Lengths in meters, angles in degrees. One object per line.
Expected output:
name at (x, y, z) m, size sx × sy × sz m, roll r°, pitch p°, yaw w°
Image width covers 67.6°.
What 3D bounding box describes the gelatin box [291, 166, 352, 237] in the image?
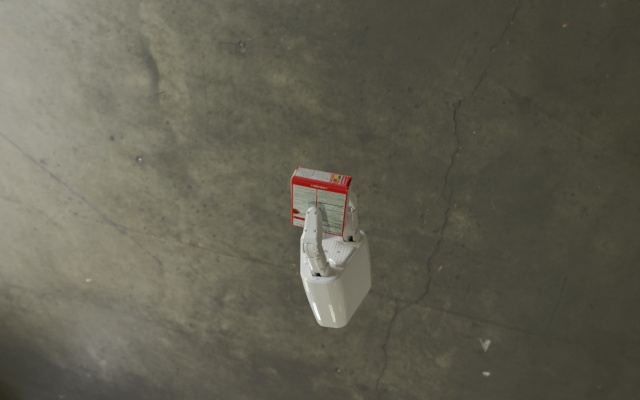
gelatin box at (0.000, 0.002, 0.625) m, size 0.073 × 0.089 × 0.030 m, roll 12°, pitch 45°, yaw 9°
